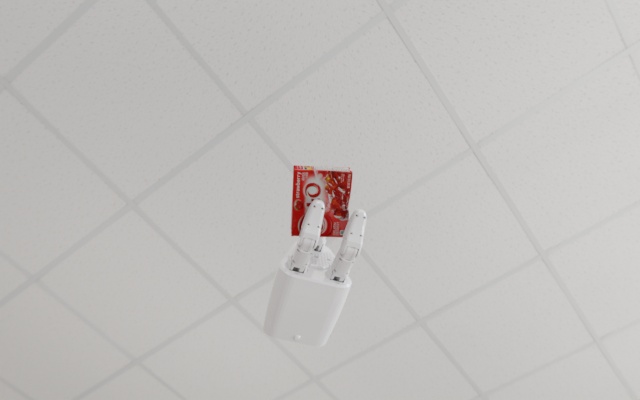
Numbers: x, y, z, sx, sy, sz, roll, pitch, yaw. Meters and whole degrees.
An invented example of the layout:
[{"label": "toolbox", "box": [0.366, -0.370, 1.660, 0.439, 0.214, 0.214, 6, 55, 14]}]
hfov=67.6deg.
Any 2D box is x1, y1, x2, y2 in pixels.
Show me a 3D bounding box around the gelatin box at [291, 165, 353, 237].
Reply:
[{"label": "gelatin box", "box": [0.000, 0.002, 0.603, 0.073, 0.089, 0.030, 2, 17, -5]}]
